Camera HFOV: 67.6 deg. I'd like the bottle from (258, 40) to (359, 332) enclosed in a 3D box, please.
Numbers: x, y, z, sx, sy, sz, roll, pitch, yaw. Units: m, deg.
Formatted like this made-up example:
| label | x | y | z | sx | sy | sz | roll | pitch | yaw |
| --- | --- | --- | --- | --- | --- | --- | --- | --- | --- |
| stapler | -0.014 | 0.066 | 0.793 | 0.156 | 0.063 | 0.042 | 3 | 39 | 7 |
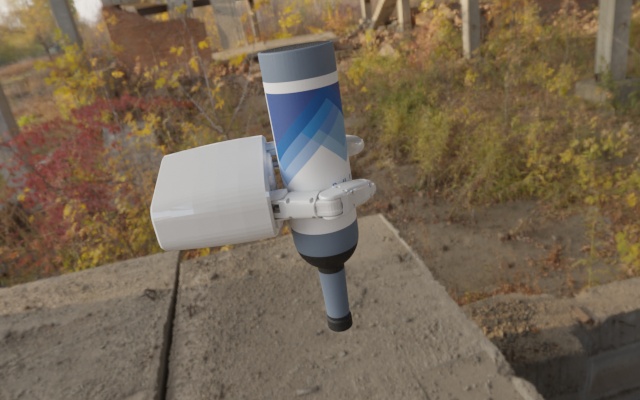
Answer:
| label | x | y | z | sx | sy | sz | roll | pitch | yaw |
| --- | --- | --- | --- | --- | --- | --- | --- | --- | --- |
| bottle | 0.000 | 0.001 | 0.469 | 0.069 | 0.296 | 0.069 | -8 | 22 | 3 |
